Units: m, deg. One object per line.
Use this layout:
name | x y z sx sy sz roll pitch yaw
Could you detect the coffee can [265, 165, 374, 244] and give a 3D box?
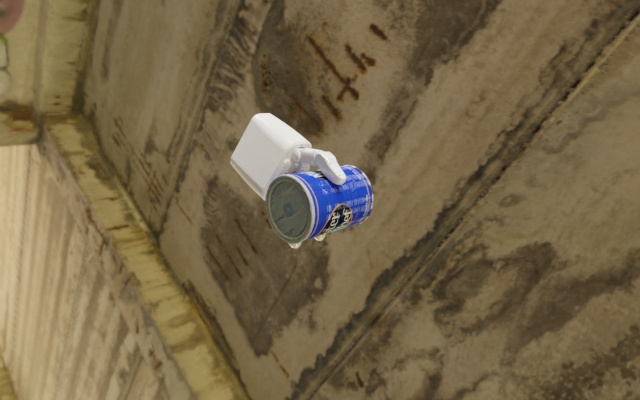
coffee can | 0.000 0.003 0.747 0.103 0.103 0.140 0 9 45
